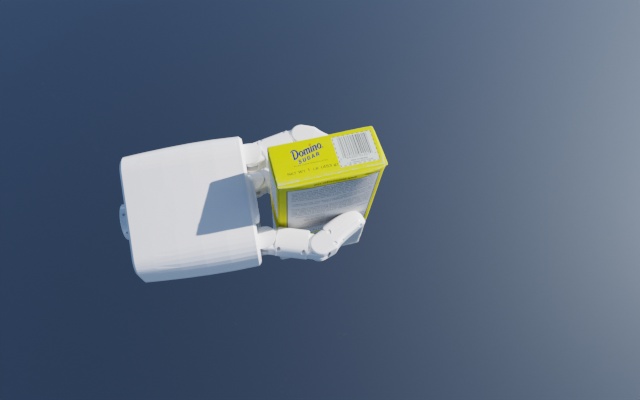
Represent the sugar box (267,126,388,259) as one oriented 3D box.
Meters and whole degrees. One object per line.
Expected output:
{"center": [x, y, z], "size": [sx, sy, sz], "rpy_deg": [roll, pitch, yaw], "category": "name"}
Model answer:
{"center": [0.000, 0.001, 0.458], "size": [0.093, 0.048, 0.176], "rpy_deg": [-12, -22, -10], "category": "sugar box"}
